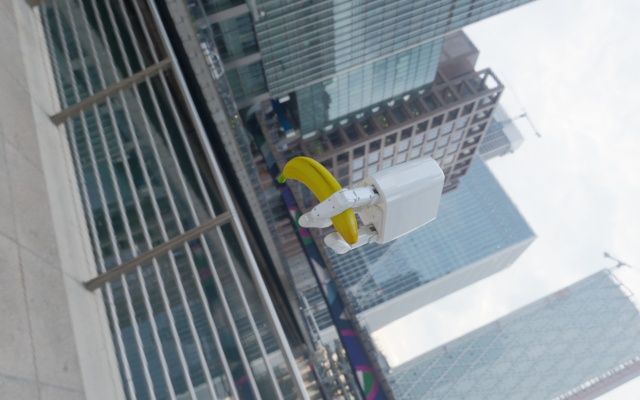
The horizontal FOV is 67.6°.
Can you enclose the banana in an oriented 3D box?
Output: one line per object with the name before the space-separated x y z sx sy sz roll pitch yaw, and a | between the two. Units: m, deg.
banana | -0.001 -0.015 0.702 0.037 0.070 0.197 -19 40 -28
